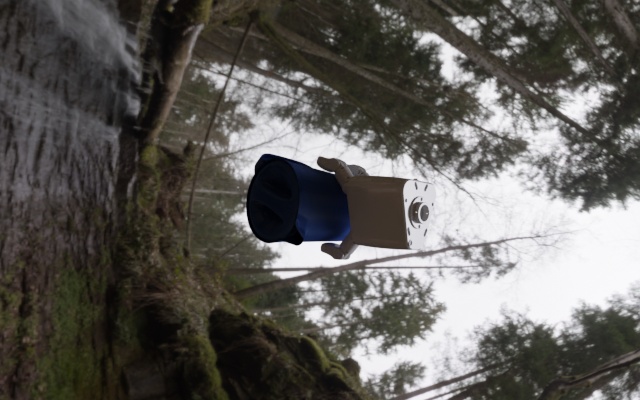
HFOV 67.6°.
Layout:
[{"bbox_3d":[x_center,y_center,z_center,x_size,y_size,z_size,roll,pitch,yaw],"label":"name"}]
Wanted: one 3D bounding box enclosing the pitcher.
[{"bbox_3d":[0.000,0.003,0.823,0.243,0.149,0.145,8,-4,-45],"label":"pitcher"}]
